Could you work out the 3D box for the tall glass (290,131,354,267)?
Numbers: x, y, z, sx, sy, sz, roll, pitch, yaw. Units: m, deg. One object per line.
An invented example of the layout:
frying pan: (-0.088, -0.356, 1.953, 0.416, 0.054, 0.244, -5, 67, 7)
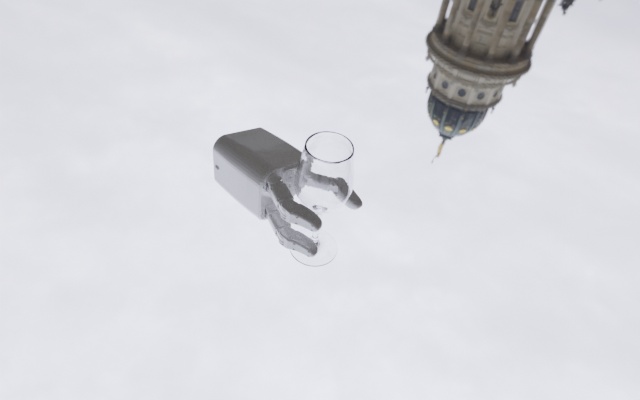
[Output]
tall glass: (0.000, 0.003, 0.660, 0.079, 0.079, 0.201, 0, -44, -9)
